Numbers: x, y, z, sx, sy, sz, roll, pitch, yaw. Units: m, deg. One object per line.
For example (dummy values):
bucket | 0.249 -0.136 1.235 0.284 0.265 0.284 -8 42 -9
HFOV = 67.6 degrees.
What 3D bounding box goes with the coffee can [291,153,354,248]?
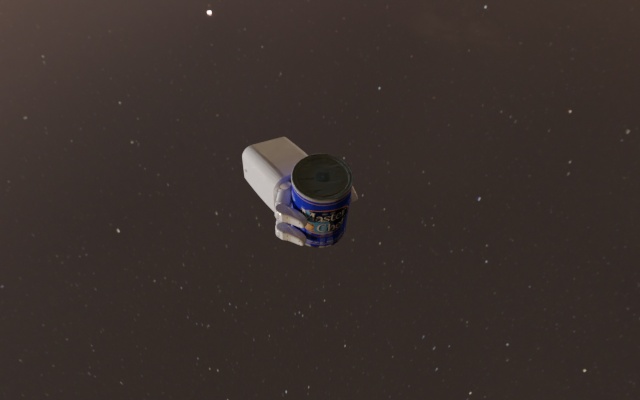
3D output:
coffee can | 0.000 0.003 0.833 0.103 0.102 0.140 0 -38 -4
